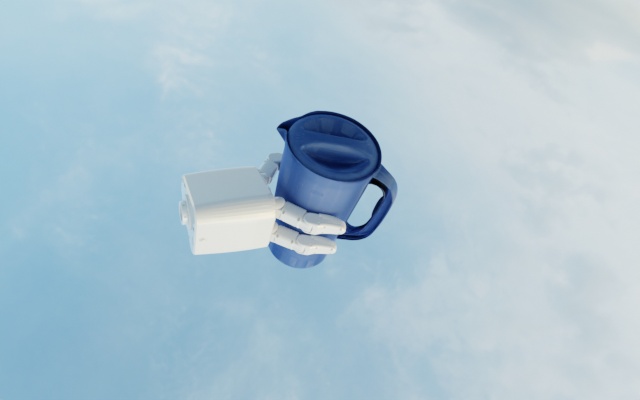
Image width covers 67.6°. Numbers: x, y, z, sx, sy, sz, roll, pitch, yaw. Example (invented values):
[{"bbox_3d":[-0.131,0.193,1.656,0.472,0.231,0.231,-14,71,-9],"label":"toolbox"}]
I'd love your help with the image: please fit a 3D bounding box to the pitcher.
[{"bbox_3d":[0.000,0.002,0.714,0.145,0.149,0.243,-7,-37,-23],"label":"pitcher"}]
